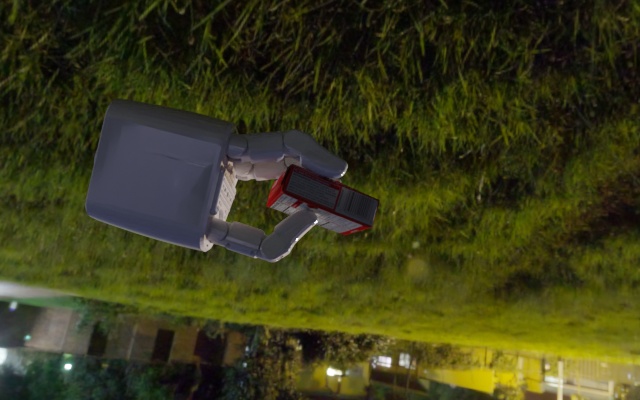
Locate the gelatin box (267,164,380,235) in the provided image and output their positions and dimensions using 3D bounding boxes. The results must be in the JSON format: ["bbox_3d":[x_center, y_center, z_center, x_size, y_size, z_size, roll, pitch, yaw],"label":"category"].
[{"bbox_3d":[0.000,0.002,0.446,0.089,0.030,0.073,22,-15,-11],"label":"gelatin box"}]
